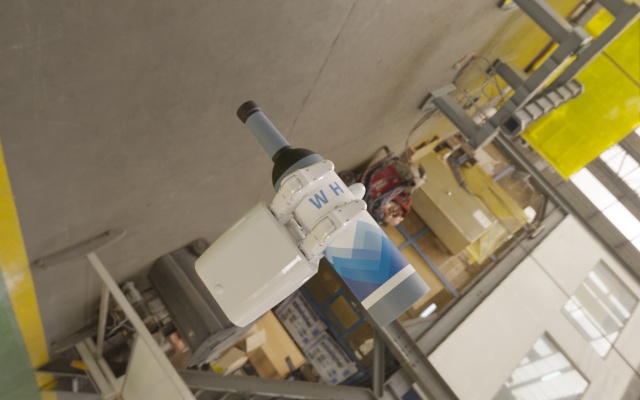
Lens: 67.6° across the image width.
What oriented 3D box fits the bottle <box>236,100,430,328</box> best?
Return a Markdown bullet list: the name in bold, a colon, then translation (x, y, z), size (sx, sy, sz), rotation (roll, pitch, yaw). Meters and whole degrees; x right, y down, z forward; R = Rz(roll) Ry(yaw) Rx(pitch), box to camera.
- **bottle**: translation (0.000, 0.002, 0.534), size (0.069, 0.295, 0.069), rotation (-36, -14, -10)
